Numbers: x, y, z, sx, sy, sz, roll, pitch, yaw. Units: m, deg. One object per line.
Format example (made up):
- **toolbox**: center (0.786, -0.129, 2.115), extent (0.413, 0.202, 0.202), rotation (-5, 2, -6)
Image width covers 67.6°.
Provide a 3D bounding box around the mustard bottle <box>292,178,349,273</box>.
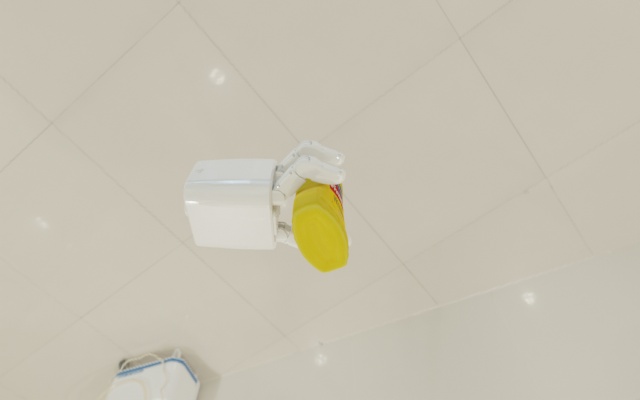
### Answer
- **mustard bottle**: center (0.000, 0.002, 0.623), extent (0.058, 0.096, 0.191), rotation (-21, 26, 11)
